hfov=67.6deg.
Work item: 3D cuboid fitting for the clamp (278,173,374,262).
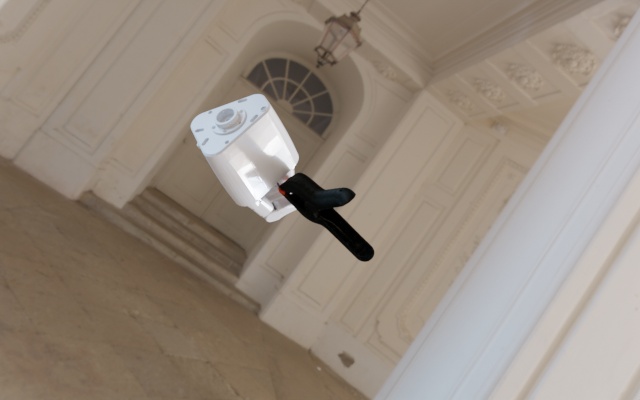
[{"bbox_3d":[0.000,0.002,0.630,0.039,0.120,0.171,-37,51,-26],"label":"clamp"}]
